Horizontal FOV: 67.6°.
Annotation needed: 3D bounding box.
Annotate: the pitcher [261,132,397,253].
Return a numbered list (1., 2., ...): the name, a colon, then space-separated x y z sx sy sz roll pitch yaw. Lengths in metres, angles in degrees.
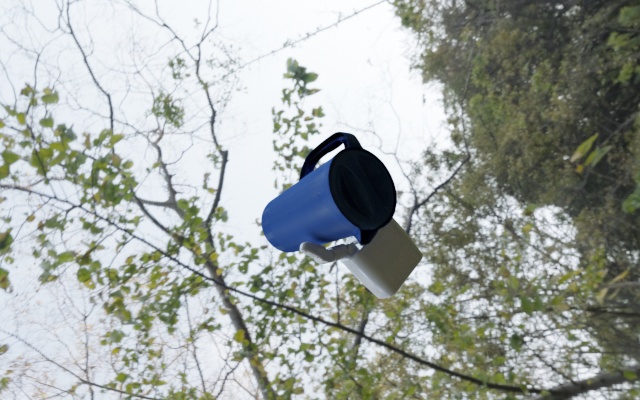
1. pitcher: 0.000 0.003 0.806 0.243 0.145 0.149 -26 23 50
